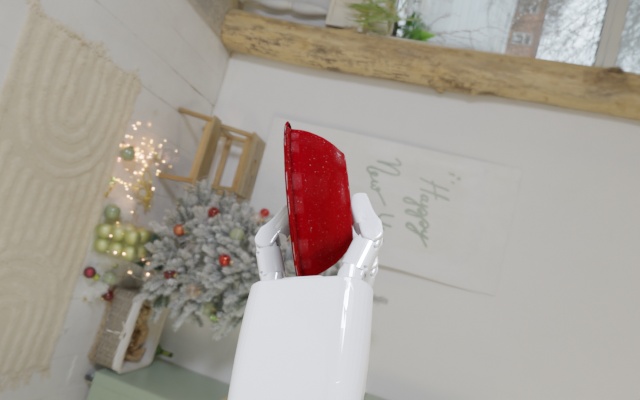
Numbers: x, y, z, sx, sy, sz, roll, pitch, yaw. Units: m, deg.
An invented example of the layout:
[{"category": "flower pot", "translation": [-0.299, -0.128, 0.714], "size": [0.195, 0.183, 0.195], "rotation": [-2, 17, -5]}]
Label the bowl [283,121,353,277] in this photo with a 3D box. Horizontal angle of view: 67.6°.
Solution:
[{"category": "bowl", "translation": [0.000, 0.000, 0.470], "size": [0.055, 0.162, 0.162], "rotation": [-6, 0, 1]}]
